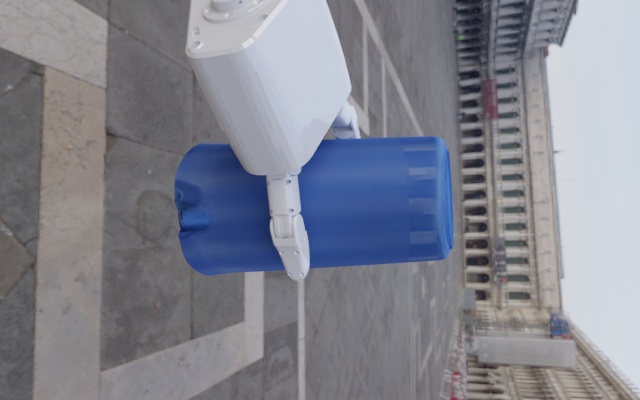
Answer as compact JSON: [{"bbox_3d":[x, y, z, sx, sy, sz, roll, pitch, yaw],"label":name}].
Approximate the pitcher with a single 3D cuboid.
[{"bbox_3d":[0.000,0.001,0.459,0.243,0.149,0.145,-3,-41,18],"label":"pitcher"}]
